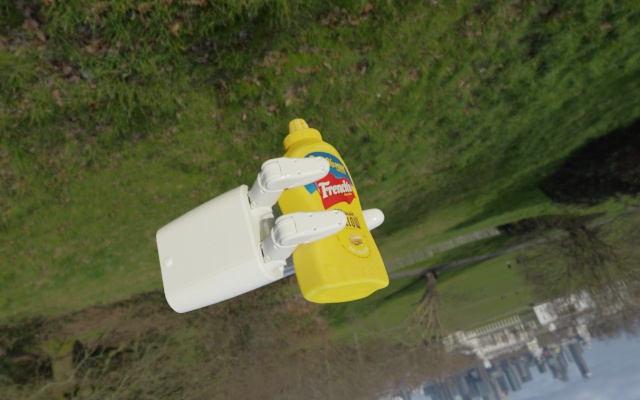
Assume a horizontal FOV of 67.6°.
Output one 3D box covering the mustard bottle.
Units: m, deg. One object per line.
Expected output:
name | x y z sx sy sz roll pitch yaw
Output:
mustard bottle | 0.000 0.002 0.472 0.096 0.191 0.058 8 -34 -45
